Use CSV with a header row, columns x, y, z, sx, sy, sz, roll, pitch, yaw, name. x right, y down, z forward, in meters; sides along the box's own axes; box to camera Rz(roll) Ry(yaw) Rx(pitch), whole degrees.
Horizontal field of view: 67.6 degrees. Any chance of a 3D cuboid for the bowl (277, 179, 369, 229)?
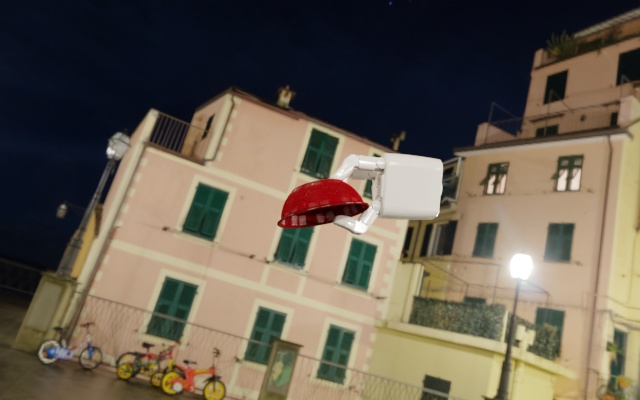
x,y,z,sx,sy,sz,roll,pitch,yaw,name
-0.001,0.002,0.822,0.162,0.055,0.162,-11,-12,-3,bowl
